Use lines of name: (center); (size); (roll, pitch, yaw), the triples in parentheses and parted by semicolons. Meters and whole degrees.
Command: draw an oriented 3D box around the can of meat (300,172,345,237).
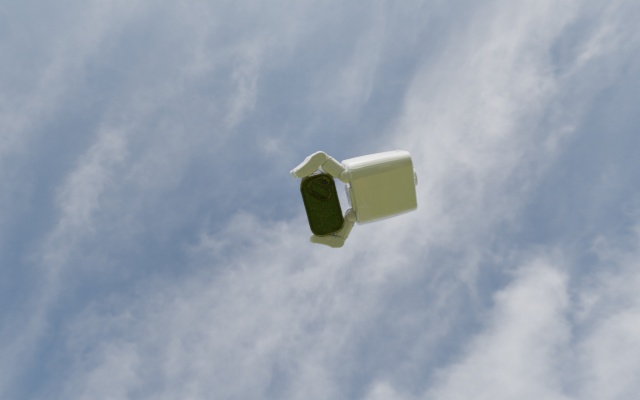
can of meat: (0.000, 0.003, 0.810); (0.057, 0.102, 0.084); (-15, 8, -2)
